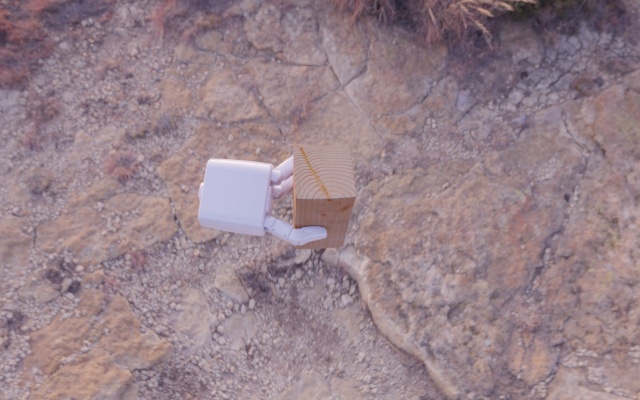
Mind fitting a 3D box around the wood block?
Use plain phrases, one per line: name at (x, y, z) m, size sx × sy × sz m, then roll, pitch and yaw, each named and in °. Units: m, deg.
wood block at (0.000, 0.003, 0.793) m, size 0.090 × 0.090 × 0.206 m, roll -2°, pitch -26°, yaw -4°
